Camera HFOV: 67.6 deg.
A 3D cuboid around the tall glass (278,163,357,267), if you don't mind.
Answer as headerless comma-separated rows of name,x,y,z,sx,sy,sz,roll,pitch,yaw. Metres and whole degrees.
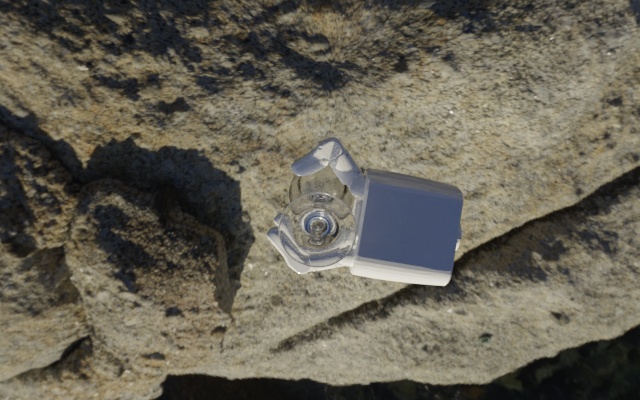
tall glass,0.000,0.002,0.542,0.079,0.079,0.201,0,16,1
